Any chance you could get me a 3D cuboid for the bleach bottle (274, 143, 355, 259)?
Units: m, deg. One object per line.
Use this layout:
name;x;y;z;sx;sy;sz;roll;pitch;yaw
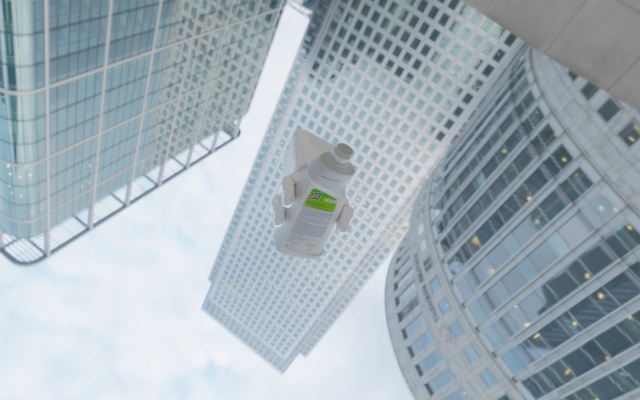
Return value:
bleach bottle;0.000;0.003;0.834;0.102;0.068;0.251;11;-45;-20
